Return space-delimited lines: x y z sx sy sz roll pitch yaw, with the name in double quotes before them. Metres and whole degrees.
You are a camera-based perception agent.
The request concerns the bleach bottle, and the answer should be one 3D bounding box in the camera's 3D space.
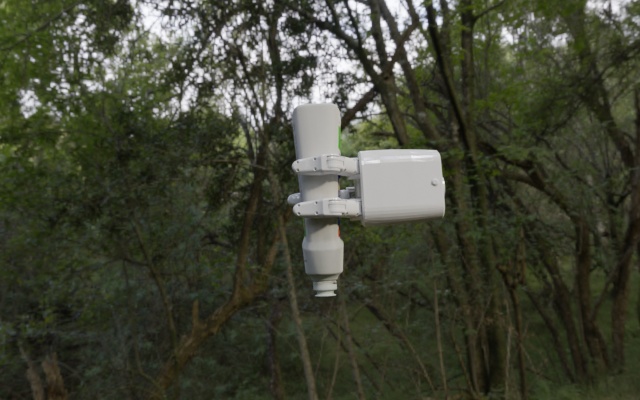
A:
"bleach bottle" 0.000 0.002 0.651 0.068 0.251 0.102 -3 -7 1
